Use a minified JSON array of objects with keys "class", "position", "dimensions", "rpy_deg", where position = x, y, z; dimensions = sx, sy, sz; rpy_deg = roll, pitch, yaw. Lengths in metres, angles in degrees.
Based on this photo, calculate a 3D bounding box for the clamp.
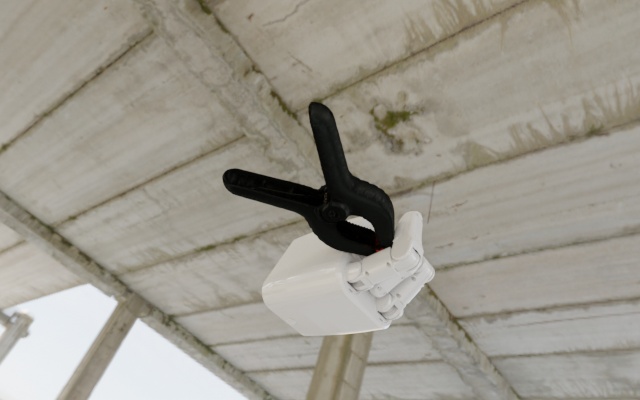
[{"class":"clamp","position":[0.000,0.001,0.425],"dimensions":[0.120,0.039,0.171],"rpy_deg":[-20,-55,32]}]
